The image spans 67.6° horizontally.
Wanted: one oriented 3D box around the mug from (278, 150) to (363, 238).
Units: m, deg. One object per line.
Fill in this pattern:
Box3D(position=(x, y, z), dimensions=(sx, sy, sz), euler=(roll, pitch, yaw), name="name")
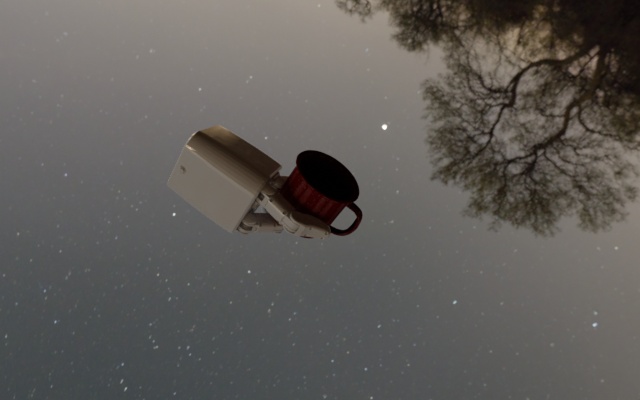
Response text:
Box3D(position=(0.001, 0.003, 0.624), dimensions=(0.117, 0.081, 0.093), euler=(36, 34, -2), name="mug")
